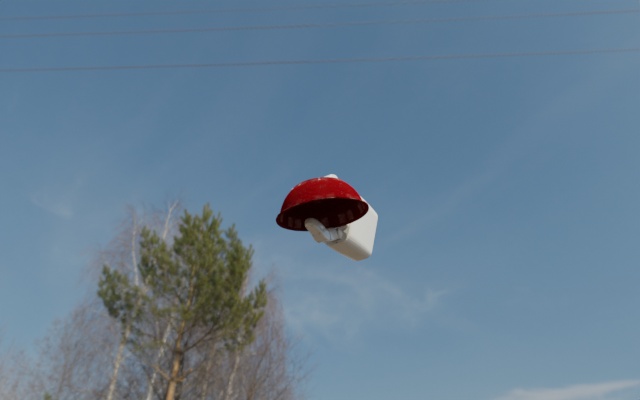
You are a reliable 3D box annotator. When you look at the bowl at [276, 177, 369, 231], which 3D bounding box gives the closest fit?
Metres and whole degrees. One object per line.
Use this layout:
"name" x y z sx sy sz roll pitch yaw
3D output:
"bowl" 0.000 0.002 0.826 0.162 0.055 0.162 -8 -20 -3
